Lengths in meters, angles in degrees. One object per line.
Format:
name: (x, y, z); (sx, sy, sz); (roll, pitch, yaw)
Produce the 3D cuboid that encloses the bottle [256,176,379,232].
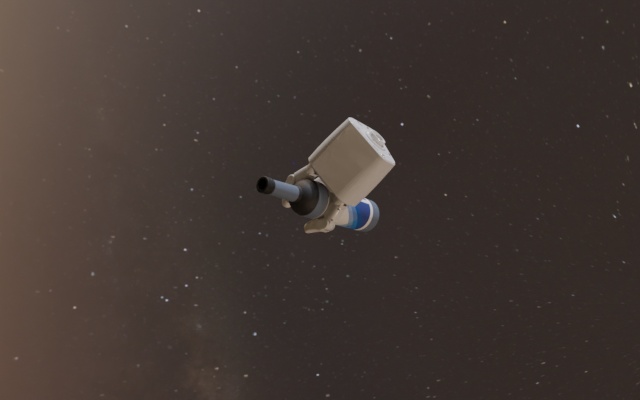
bottle: (0.000, 0.003, 0.864); (0.069, 0.069, 0.296); (0, -11, 40)
